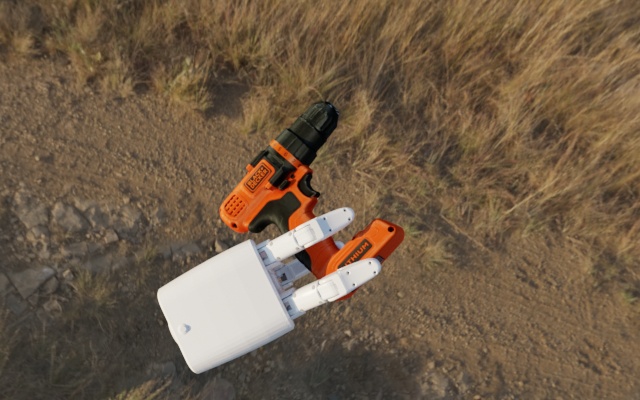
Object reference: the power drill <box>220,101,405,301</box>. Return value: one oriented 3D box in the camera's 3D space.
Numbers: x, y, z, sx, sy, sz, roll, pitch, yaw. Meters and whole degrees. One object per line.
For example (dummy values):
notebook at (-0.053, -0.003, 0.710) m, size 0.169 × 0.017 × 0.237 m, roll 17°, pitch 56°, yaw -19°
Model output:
power drill at (0.000, 0.002, 0.529) m, size 0.187 × 0.184 × 0.057 m, roll 43°, pitch 5°, yaw 24°
